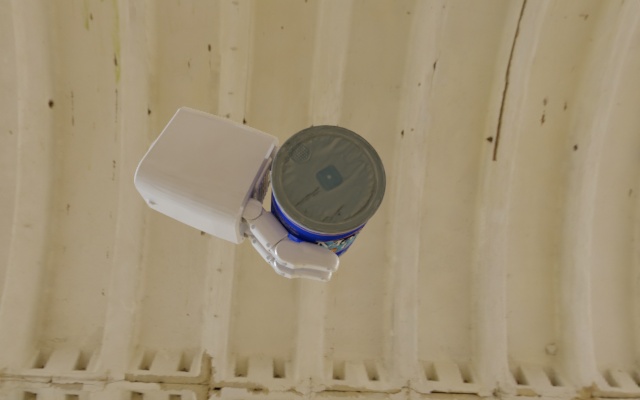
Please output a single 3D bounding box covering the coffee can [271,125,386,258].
[{"bbox_3d":[0.000,0.002,0.484,0.103,0.102,0.140,0,-19,-7],"label":"coffee can"}]
